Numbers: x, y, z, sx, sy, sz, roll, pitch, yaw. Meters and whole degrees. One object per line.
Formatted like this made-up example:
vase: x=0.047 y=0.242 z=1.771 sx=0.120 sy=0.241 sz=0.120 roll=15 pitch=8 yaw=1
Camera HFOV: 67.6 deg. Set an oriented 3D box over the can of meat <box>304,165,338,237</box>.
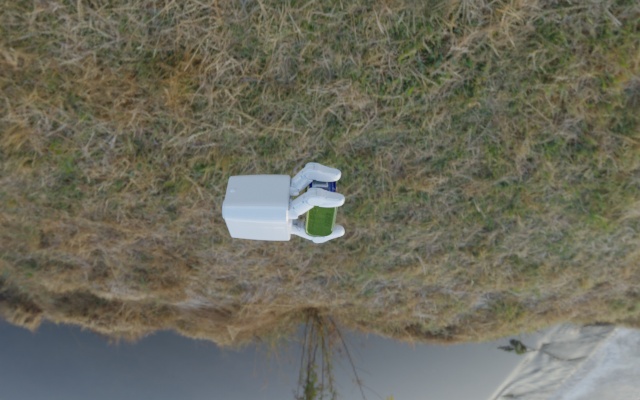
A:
can of meat: x=0.000 y=0.003 z=0.838 sx=0.057 sy=0.083 sz=0.102 roll=4 pitch=-44 yaw=-3
